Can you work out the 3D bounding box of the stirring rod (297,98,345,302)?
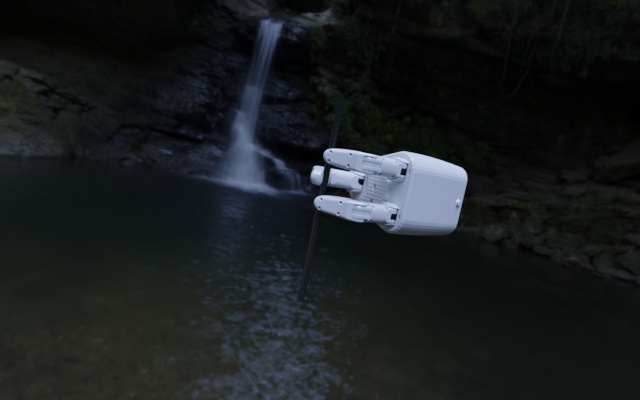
[{"bbox_3d":[0.000,0.002,0.553,0.011,0.239,0.011,11,7,-1],"label":"stirring rod"}]
